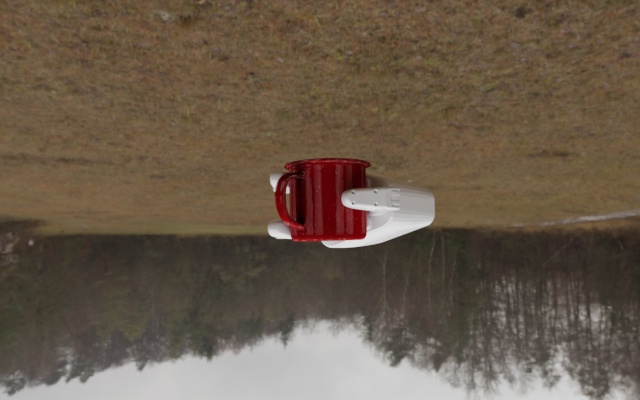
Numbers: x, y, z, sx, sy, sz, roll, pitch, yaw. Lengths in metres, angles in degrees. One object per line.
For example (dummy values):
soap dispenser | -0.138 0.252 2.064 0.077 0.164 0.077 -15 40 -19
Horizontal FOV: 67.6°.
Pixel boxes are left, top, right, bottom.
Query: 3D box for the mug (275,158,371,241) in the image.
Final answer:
mug | -0.001 0.002 0.500 0.093 0.081 0.117 -5 -6 41
